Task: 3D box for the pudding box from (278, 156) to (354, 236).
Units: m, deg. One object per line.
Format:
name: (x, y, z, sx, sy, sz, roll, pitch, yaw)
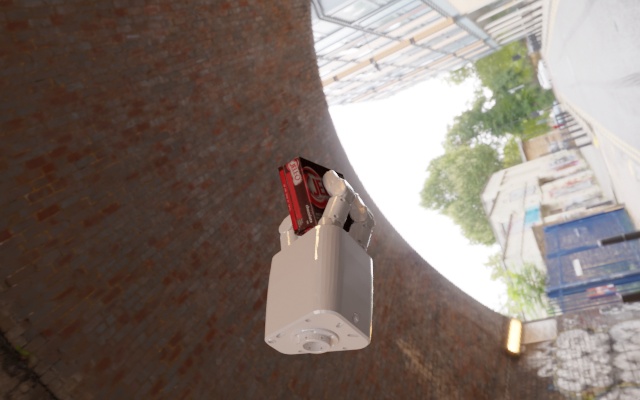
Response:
pudding box: (0.000, 0.002, 0.600, 0.039, 0.090, 0.113, -23, -20, 24)
